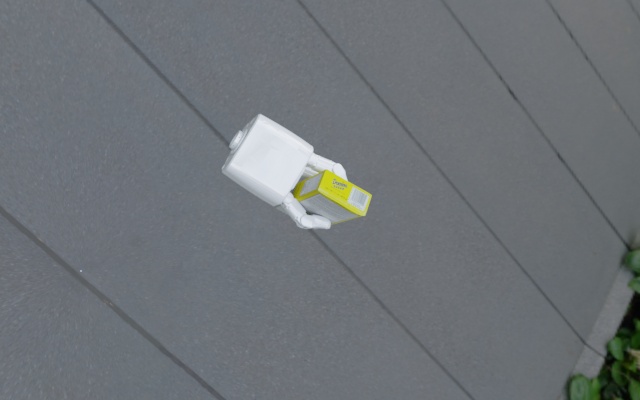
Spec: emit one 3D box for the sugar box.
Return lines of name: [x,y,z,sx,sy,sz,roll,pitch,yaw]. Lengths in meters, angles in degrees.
sugar box: [0.000,0.002,0.817,0.093,0.048,0.176,30,-19,-20]
